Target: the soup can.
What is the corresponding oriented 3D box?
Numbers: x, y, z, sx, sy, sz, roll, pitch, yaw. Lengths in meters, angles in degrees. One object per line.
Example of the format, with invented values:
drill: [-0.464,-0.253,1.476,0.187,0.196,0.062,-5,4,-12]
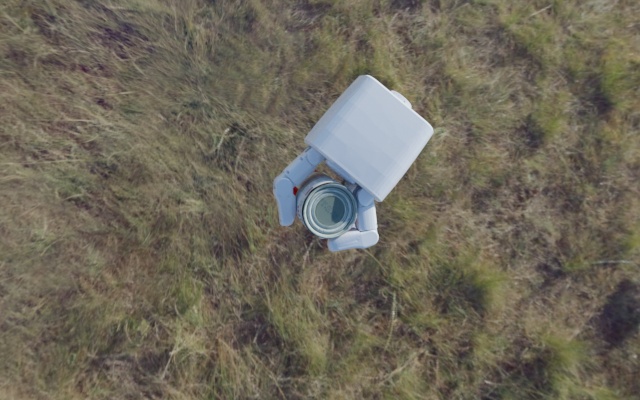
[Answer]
soup can: [0.000,0.002,0.588,0.068,0.068,0.102,0,12,-14]
